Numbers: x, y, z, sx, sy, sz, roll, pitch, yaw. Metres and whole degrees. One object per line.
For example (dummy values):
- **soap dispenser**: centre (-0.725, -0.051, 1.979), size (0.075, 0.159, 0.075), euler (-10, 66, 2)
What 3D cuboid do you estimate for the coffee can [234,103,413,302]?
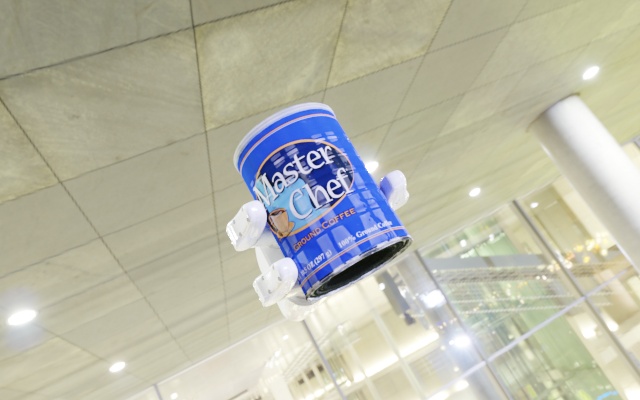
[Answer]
- **coffee can**: centre (0.000, 0.001, 0.418), size (0.103, 0.140, 0.103), euler (-27, -18, -10)
